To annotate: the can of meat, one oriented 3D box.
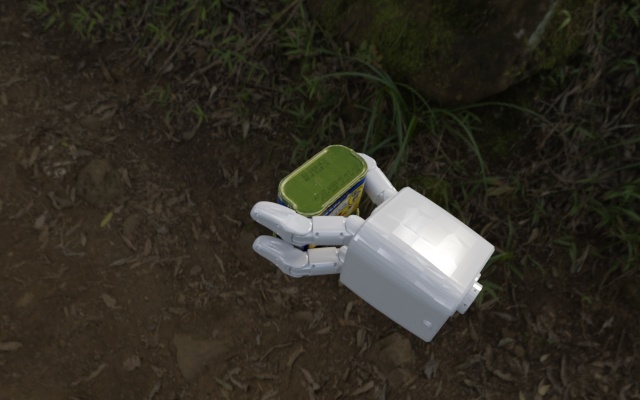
[{"bbox_3d":[0.000,0.001,0.493,0.057,0.084,0.102,38,59,20],"label":"can of meat"}]
